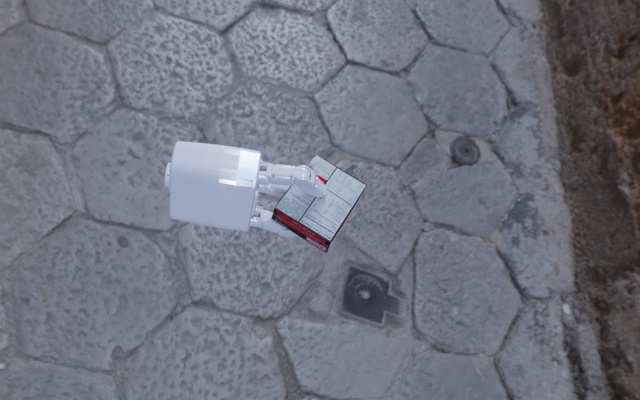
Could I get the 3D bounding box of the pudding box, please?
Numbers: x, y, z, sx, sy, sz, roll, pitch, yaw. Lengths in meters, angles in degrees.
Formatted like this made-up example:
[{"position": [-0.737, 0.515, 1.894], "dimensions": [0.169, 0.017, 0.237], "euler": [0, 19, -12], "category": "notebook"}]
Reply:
[{"position": [0.000, 0.002, 0.656], "dimensions": [0.090, 0.113, 0.039], "euler": [32, -29, 5], "category": "pudding box"}]
